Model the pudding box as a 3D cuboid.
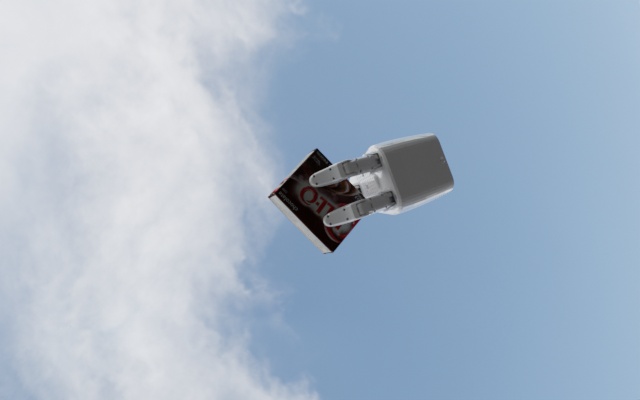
[{"bbox_3d":[0.000,0.002,0.640,0.090,0.113,0.039,-49,8,-23],"label":"pudding box"}]
